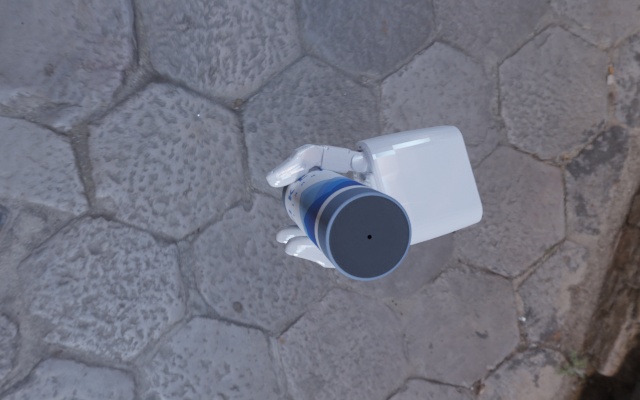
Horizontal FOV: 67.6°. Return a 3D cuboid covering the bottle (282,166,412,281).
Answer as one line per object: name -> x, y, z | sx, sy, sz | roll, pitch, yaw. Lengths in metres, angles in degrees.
bottle -> 0.000, 0.002, 0.485 | 0.069, 0.069, 0.295 | 0, 10, -14
